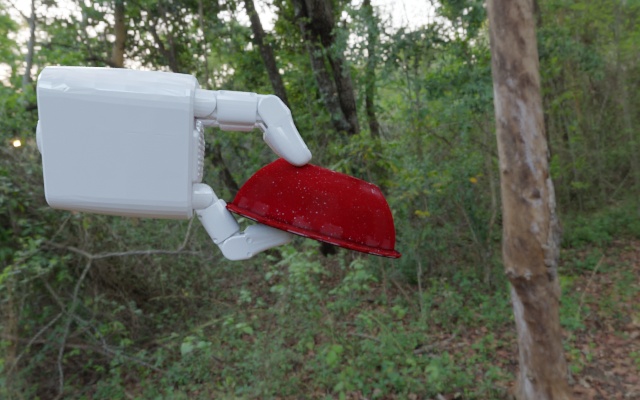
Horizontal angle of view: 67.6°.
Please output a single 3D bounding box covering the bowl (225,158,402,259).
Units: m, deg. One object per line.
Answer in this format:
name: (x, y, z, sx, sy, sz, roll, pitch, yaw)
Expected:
bowl: (0.001, 0.001, 0.422, 0.162, 0.055, 0.162, 17, 0, 0)
